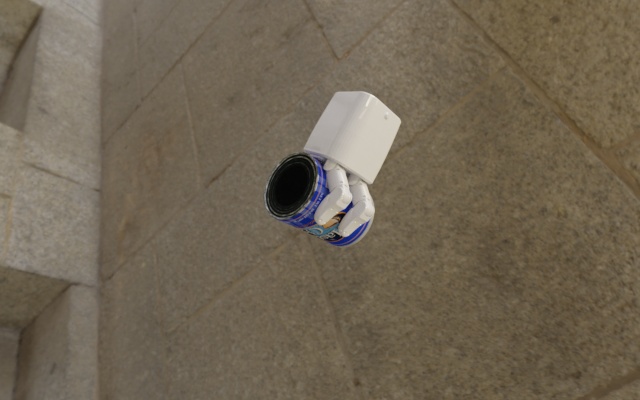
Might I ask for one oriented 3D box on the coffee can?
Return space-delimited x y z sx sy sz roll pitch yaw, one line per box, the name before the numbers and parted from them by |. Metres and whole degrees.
coffee can | 0.000 0.003 0.718 0.103 0.102 0.140 0 -20 42
